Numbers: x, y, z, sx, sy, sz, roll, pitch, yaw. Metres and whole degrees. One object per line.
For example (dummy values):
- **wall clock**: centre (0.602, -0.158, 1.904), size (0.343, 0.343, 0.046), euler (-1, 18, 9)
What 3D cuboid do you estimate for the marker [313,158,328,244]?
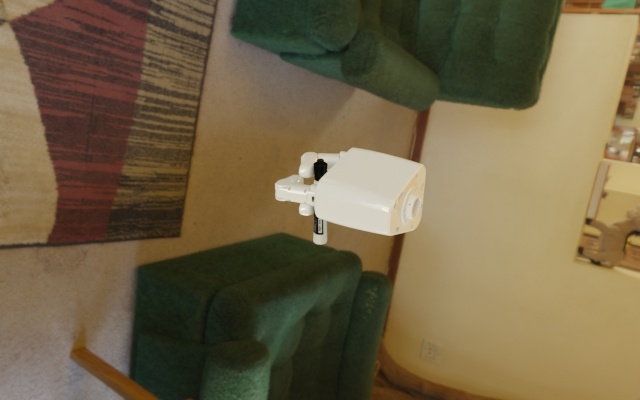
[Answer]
- **marker**: centre (0.000, 0.002, 0.641), size (0.020, 0.121, 0.020), euler (0, 24, 0)
